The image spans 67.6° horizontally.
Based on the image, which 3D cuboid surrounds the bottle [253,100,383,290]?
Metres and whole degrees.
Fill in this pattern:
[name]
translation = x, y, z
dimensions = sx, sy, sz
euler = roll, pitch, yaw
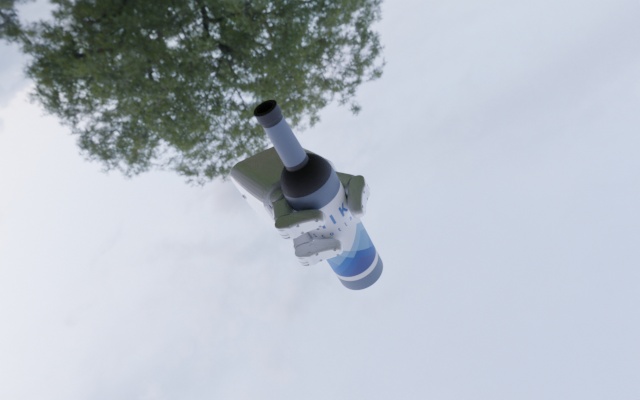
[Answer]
[bottle]
translation = 0.000, 0.002, 0.587
dimensions = 0.069, 0.069, 0.296
euler = 0, -42, 32
